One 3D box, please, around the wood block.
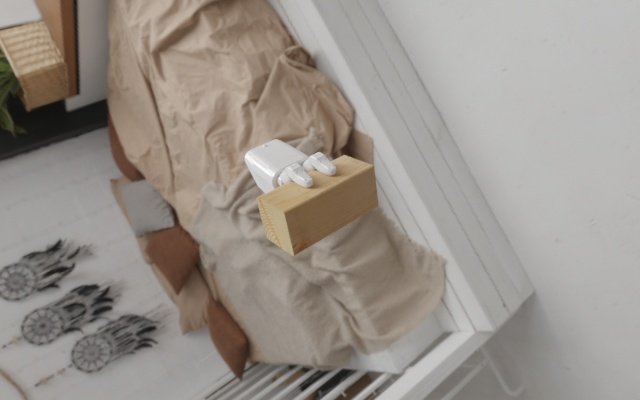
[{"bbox_3d":[0.000,0.003,0.875,0.206,0.091,0.090,-28,34,-29],"label":"wood block"}]
